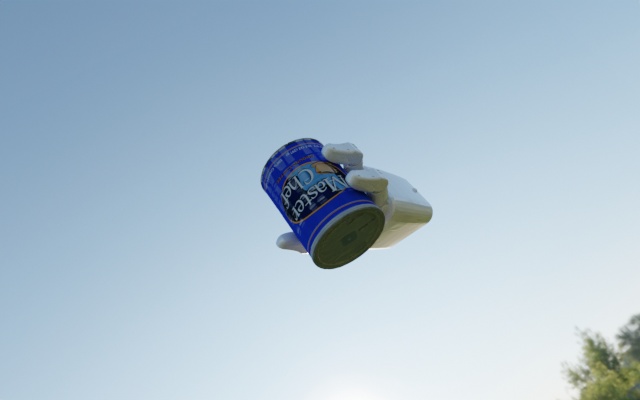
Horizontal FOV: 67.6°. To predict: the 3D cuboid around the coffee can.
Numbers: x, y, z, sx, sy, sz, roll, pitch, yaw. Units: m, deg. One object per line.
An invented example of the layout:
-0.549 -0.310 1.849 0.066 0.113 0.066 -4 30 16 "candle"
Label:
0.000 0.002 0.607 0.103 0.103 0.140 0 40 -42 "coffee can"
